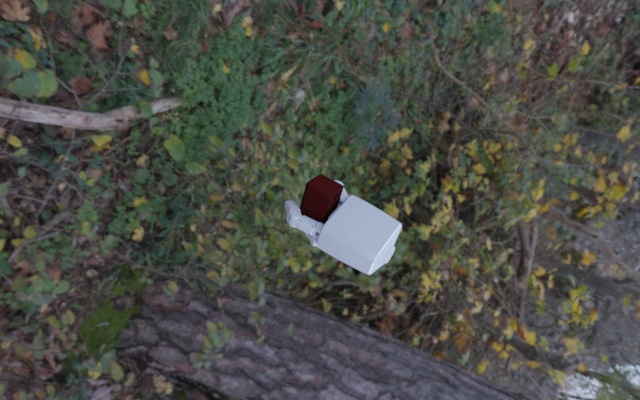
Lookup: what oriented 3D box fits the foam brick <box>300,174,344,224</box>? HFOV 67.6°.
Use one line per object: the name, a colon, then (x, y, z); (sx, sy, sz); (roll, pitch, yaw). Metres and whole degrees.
foam brick: (0.000, 0.003, 0.845); (0.051, 0.078, 0.053); (28, 35, 18)
